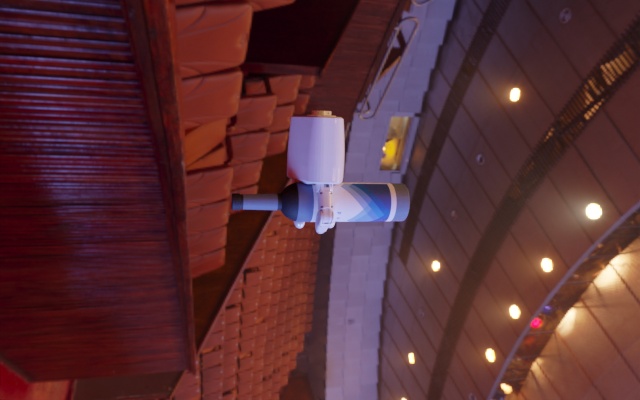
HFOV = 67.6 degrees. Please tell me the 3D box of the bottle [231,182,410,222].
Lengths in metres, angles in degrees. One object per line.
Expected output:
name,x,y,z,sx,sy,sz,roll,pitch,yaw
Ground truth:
bottle,0.000,0.003,0.804,0.296,0.069,0.069,0,0,-13
